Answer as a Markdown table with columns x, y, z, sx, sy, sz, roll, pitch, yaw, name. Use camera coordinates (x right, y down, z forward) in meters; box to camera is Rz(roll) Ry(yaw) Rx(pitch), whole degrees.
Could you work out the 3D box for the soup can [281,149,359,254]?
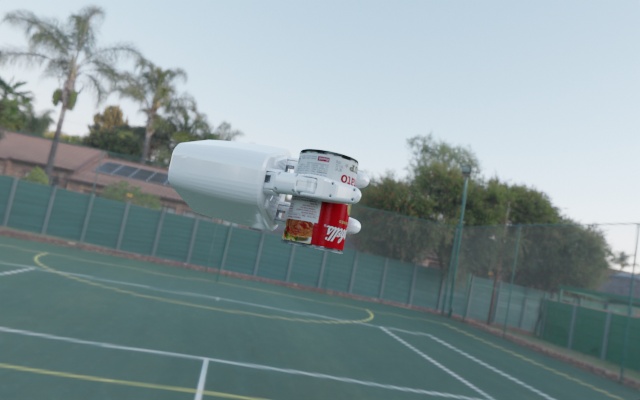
| x | y | z | sx | sy | sz | roll | pitch | yaw | name |
| --- | --- | --- | --- | --- | --- | --- | --- | --- | --- |
| 0.001 | 0.001 | 0.518 | 0.068 | 0.102 | 0.068 | 11 | -5 | 1 | soup can |
